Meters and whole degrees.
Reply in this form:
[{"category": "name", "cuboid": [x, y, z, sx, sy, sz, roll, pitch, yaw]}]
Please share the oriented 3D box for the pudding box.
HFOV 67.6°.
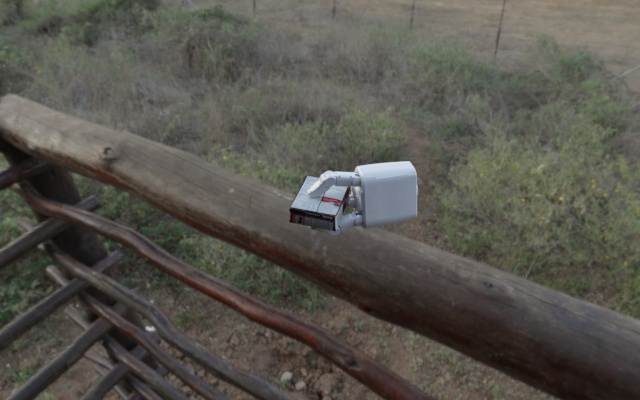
[{"category": "pudding box", "cuboid": [0.000, 0.003, 0.895, 0.090, 0.039, 0.113, 10, 37, 12]}]
